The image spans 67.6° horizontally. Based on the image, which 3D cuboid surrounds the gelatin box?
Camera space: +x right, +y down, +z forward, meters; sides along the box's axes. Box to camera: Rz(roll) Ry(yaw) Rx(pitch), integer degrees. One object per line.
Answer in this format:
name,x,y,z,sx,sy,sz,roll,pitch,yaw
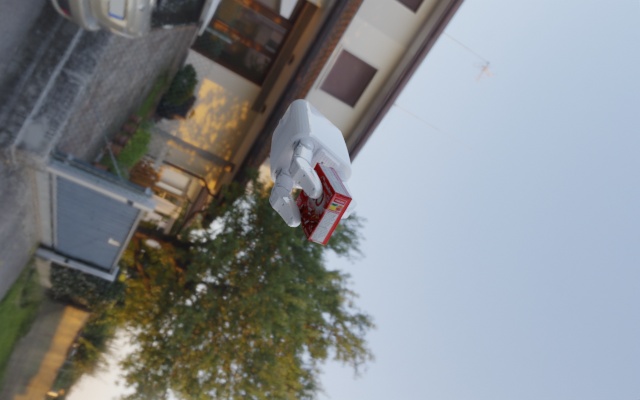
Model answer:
gelatin box,0.001,0.002,0.622,0.030,0.073,0.089,19,23,-27
